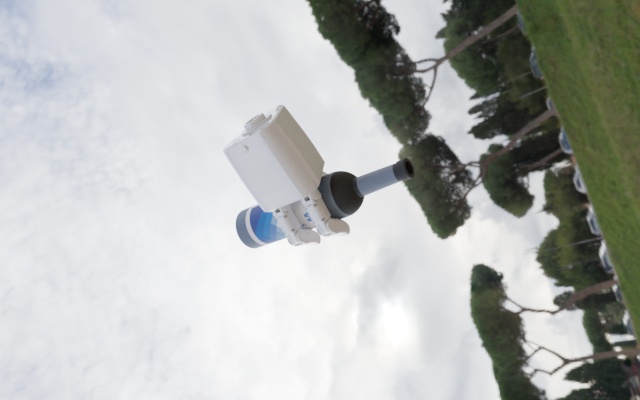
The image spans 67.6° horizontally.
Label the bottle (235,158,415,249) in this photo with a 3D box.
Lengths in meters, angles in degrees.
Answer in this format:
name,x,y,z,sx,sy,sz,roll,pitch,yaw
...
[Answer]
name,x,y,z,sx,sy,sz,roll,pitch,yaw
bottle,0.000,0.002,0.692,0.296,0.069,0.069,-21,-12,34
